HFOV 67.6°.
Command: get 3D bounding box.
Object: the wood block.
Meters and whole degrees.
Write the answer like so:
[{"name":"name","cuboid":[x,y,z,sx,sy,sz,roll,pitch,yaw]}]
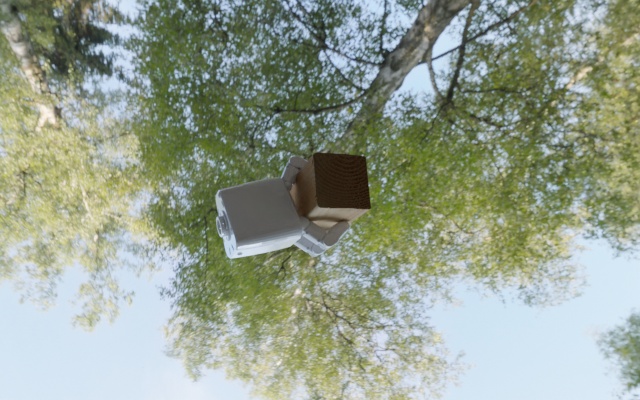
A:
[{"name":"wood block","cuboid":[0.000,0.002,0.813,0.090,0.090,0.206,2,-19,-20]}]
